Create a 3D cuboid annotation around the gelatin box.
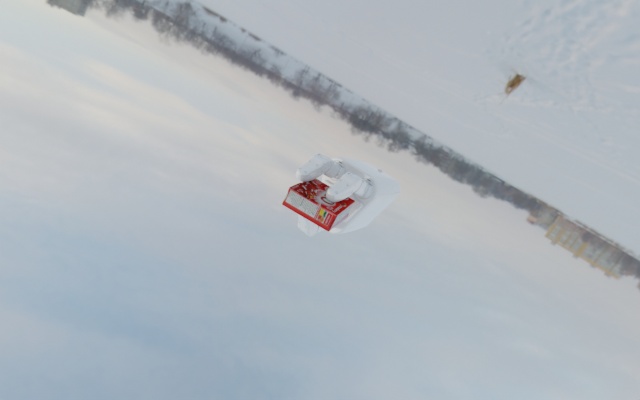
[{"bbox_3d":[0.000,0.003,0.649,0.073,0.030,0.089,30,21,12],"label":"gelatin box"}]
